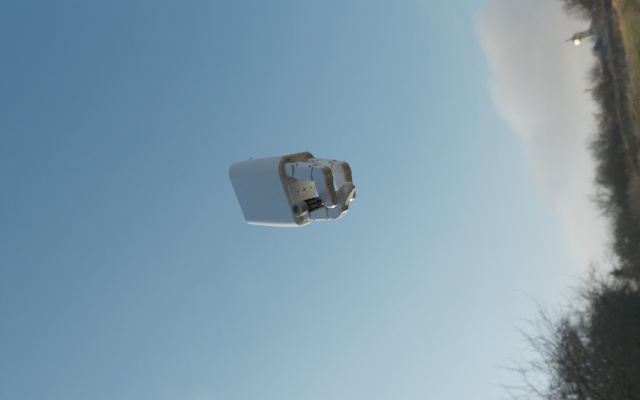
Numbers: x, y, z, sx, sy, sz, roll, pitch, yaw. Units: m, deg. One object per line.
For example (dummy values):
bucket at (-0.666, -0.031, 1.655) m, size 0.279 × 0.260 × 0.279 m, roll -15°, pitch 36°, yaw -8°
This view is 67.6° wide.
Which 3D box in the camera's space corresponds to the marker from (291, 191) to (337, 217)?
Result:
marker at (0.000, 0.002, 0.680) m, size 0.020 × 0.020 × 0.121 m, roll 0°, pitch 10°, yaw 32°
